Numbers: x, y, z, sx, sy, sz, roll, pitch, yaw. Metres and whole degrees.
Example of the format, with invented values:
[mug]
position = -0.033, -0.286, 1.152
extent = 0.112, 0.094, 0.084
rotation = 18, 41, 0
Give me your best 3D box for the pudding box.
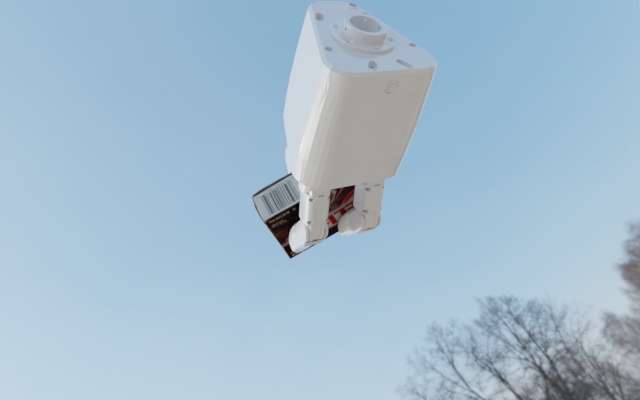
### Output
[pudding box]
position = 0.000, 0.001, 0.469
extent = 0.113, 0.039, 0.090
rotation = -28, -32, -2
